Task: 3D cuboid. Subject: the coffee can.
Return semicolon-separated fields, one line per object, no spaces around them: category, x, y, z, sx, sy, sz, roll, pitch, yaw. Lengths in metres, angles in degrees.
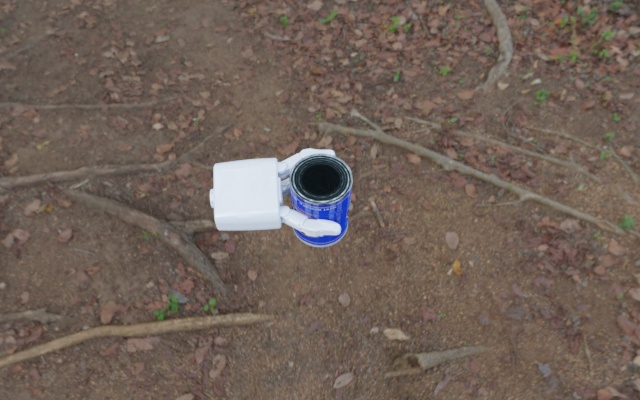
coffee can;0.000;0.003;0.822;0.103;0.102;0.140;0;-34;-1
